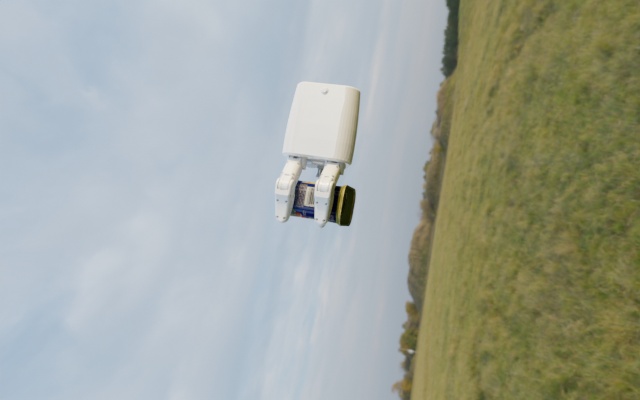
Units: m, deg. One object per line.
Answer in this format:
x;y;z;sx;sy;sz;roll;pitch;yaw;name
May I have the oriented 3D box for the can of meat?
0.000;0.002;0.690;0.084;0.057;0.102;9;-1;13;can of meat
